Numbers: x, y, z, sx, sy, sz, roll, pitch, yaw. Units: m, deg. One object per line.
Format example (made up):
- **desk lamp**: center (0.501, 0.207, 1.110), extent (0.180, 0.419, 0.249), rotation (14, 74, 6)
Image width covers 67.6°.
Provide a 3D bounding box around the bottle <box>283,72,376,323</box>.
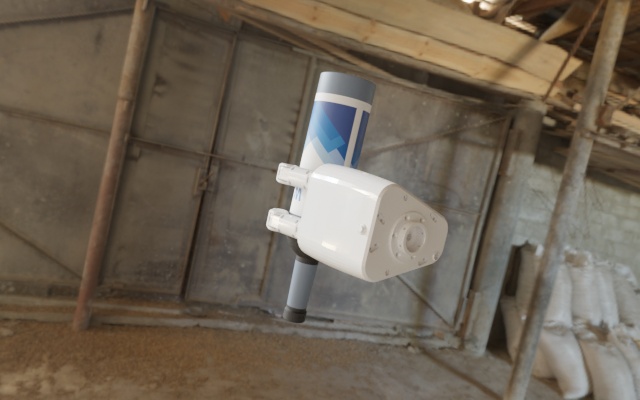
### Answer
- **bottle**: center (0.000, 0.002, 0.570), extent (0.069, 0.296, 0.069), rotation (13, 5, -1)
